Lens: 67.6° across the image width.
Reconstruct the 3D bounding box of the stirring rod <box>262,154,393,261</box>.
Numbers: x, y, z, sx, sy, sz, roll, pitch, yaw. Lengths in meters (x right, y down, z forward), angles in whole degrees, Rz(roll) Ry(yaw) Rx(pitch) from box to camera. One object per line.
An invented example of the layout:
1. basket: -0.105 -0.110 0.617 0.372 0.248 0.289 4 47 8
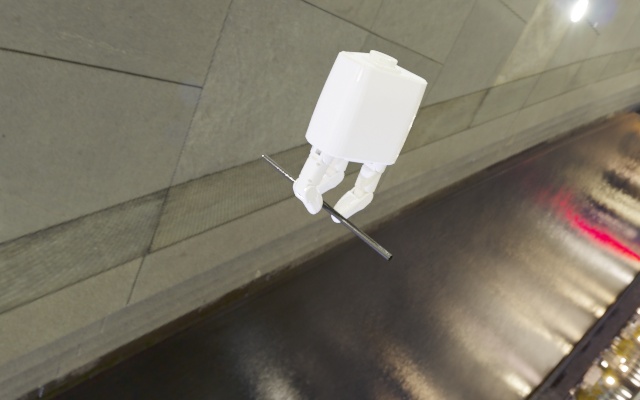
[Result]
1. stirring rod: 0.000 0.002 0.604 0.239 0.011 0.011 39 23 32
